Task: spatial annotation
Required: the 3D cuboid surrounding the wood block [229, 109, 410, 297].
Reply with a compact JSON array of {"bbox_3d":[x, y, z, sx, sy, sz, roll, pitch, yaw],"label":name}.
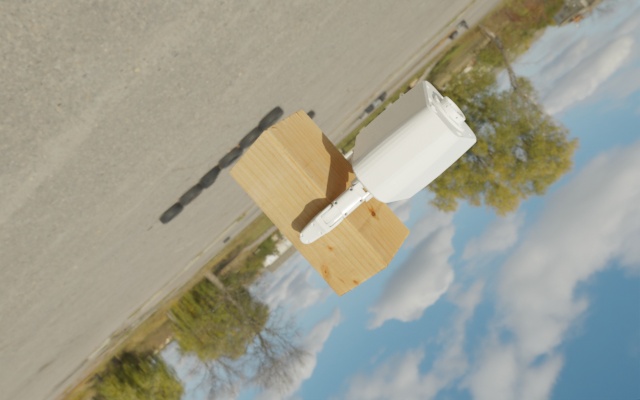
[{"bbox_3d":[0.000,0.002,0.592,0.090,0.206,0.090,-41,1,39],"label":"wood block"}]
